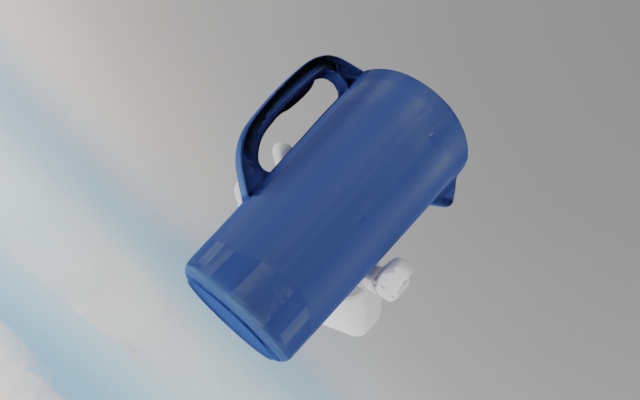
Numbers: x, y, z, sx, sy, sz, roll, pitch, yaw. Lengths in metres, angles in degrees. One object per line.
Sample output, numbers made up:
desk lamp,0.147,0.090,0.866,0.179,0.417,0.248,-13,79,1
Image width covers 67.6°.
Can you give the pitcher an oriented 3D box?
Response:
pitcher,0.000,0.001,0.406,0.149,0.242,0.145,30,-26,29
